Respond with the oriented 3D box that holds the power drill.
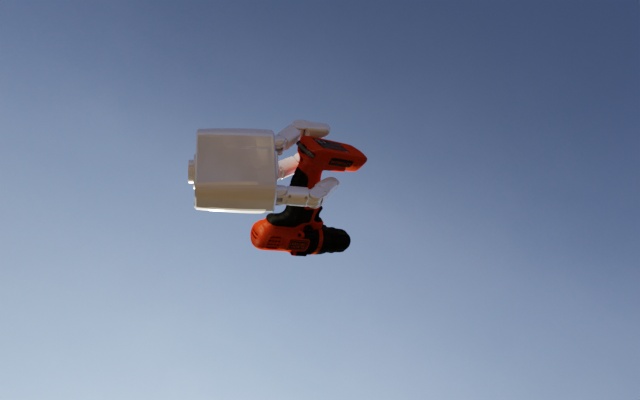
[{"bbox_3d":[0.000,0.002,0.736,0.184,0.188,0.057,7,25,-39],"label":"power drill"}]
